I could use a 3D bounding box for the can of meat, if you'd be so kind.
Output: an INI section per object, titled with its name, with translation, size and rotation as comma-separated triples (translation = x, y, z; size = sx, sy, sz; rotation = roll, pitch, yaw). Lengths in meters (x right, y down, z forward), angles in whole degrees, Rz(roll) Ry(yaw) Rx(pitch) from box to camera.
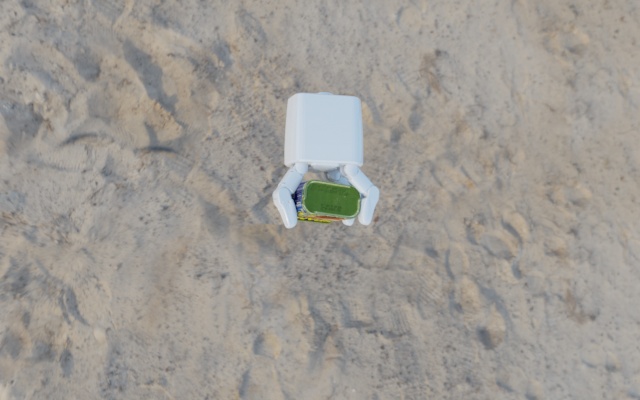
[can of meat]
translation = 0.000, 0.002, 0.735
size = 0.102, 0.057, 0.084
rotation = 8, -10, -26
